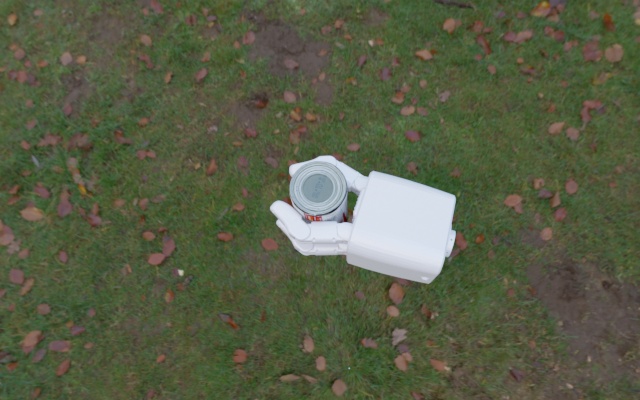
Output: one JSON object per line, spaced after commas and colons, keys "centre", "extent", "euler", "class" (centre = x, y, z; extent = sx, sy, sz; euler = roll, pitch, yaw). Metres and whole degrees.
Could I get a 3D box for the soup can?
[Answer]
{"centre": [0.000, 0.002, 0.583], "extent": [0.068, 0.068, 0.102], "euler": [0, -19, 3], "class": "soup can"}
